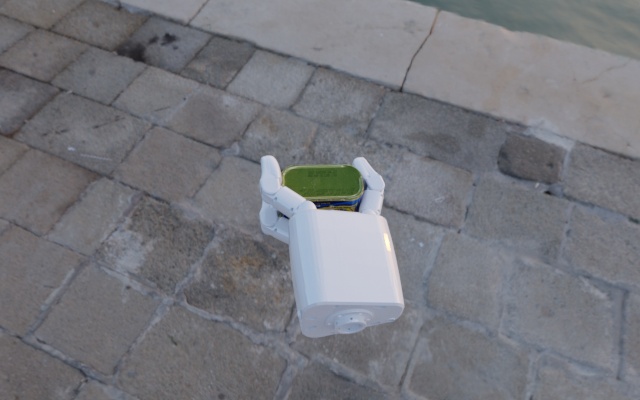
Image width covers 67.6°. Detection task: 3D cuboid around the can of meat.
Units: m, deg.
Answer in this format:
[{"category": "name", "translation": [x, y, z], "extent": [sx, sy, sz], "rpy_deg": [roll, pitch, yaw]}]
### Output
[{"category": "can of meat", "translation": [0.000, 0.002, 0.581], "extent": [0.102, 0.057, 0.084], "rpy_deg": [-2, -35, -4]}]
